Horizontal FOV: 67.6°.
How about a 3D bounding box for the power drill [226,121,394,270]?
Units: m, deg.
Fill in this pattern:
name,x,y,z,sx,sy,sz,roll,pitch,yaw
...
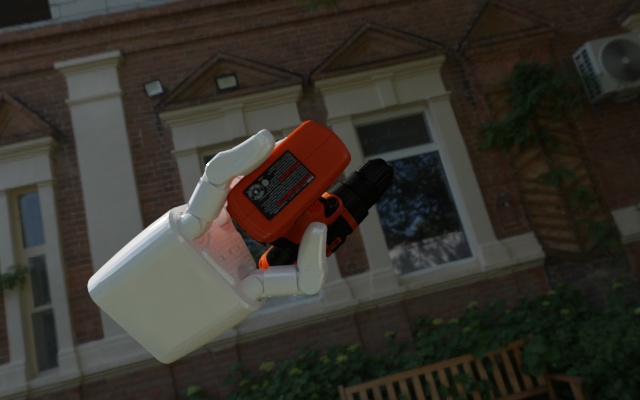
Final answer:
name,x,y,z,sx,sy,sz,roll,pitch,yaw
power drill,0.000,0.002,0.458,0.057,0.184,0.188,42,-7,21
